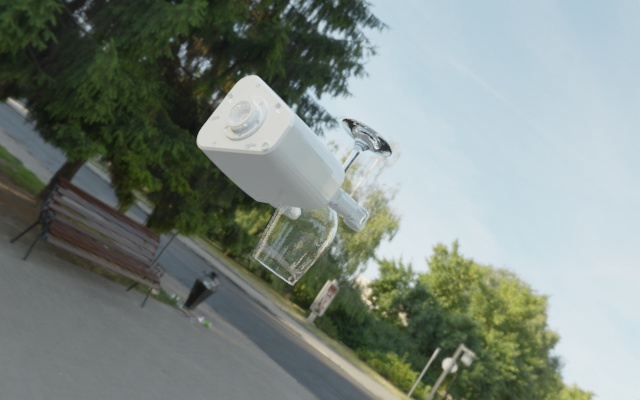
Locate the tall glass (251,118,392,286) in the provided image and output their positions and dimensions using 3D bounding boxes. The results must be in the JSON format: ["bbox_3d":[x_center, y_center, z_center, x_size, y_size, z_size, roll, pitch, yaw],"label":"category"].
[{"bbox_3d":[0.001,0.001,0.573,0.079,0.201,0.079,34,-8,6],"label":"tall glass"}]
